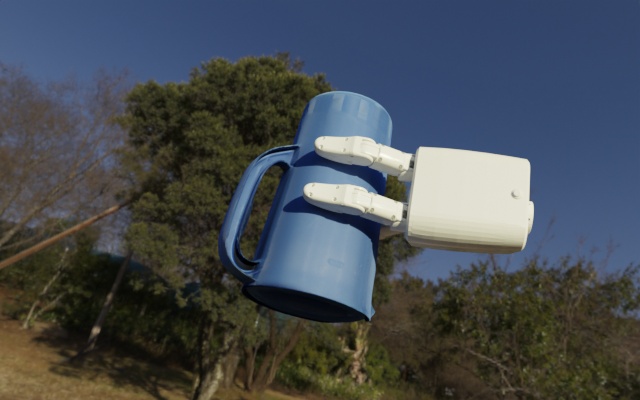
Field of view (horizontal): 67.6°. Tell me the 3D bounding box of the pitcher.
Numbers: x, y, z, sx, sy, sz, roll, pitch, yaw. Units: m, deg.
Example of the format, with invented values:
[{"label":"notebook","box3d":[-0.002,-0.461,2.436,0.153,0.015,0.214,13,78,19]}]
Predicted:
[{"label":"pitcher","box3d":[0.000,0.002,0.520,0.145,0.242,0.149,6,-25,16]}]
